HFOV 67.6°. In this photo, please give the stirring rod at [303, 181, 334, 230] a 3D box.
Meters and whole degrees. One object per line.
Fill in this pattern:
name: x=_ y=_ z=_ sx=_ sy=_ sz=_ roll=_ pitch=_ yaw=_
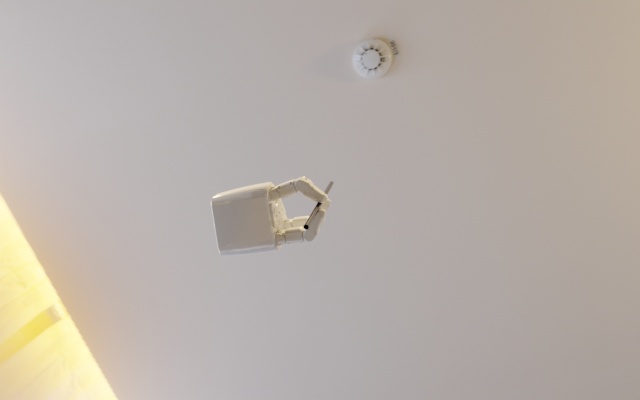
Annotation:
stirring rod: x=0.000 y=0.003 z=0.809 sx=0.011 sy=0.011 sz=0.239 roll=0 pitch=18 yaw=11
